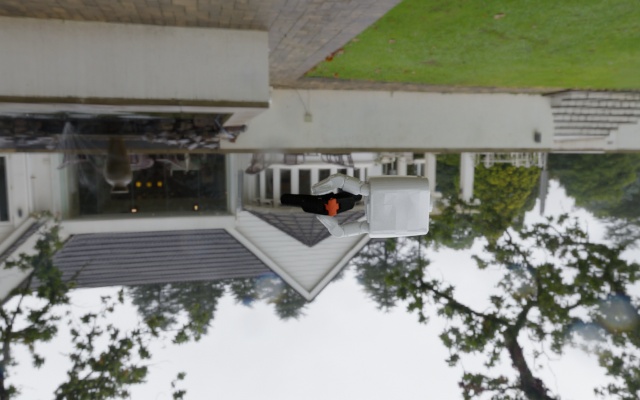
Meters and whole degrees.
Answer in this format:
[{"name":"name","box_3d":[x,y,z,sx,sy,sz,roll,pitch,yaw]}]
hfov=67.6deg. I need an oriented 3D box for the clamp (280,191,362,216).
[{"name":"clamp","box_3d":[0.000,0.004,0.876,0.164,0.036,0.210,-4,6,2]}]
